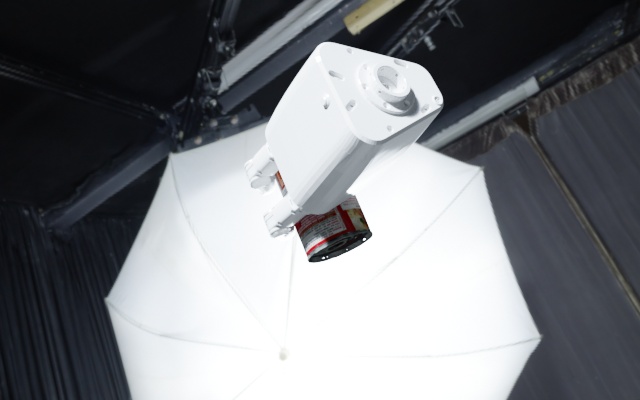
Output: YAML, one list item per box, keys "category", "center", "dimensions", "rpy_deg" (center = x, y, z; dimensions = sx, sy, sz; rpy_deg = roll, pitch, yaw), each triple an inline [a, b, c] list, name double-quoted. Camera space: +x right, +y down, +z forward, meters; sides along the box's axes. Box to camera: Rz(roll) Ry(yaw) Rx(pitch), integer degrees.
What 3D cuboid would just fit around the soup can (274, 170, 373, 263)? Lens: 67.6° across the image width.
- category: "soup can"
  center: [0.000, 0.001, 0.471]
  dimensions: [0.068, 0.102, 0.068]
  rpy_deg: [-21, -18, -7]
